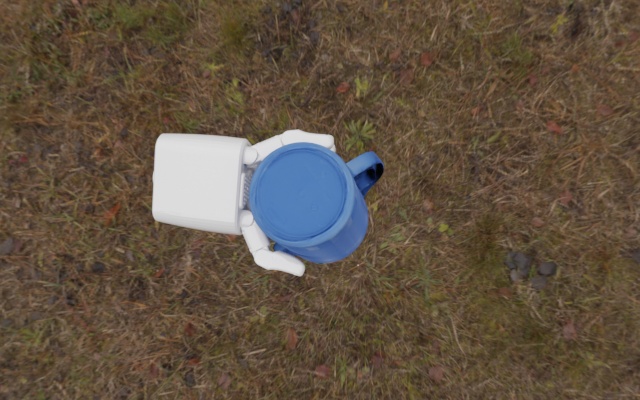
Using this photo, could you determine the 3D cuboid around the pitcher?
[{"bbox_3d":[0.000,0.002,0.584,0.145,0.149,0.243,7,-7,6],"label":"pitcher"}]
